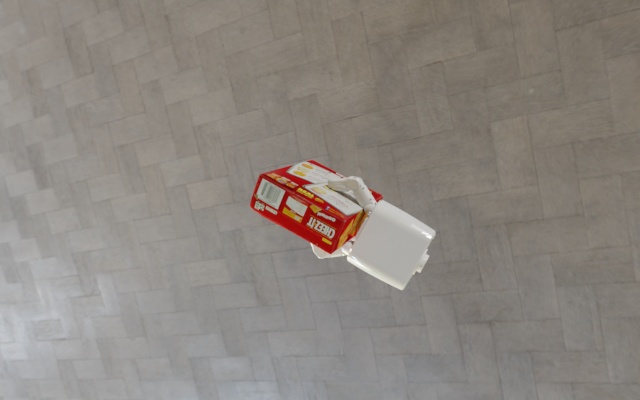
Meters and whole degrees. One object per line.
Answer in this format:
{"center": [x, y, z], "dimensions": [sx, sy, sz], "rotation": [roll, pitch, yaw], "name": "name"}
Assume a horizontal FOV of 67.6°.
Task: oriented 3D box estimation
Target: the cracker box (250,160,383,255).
{"center": [0.000, 0.003, 0.846], "dimensions": [0.164, 0.072, 0.213], "rotation": [28, 20, 16], "name": "cracker box"}
